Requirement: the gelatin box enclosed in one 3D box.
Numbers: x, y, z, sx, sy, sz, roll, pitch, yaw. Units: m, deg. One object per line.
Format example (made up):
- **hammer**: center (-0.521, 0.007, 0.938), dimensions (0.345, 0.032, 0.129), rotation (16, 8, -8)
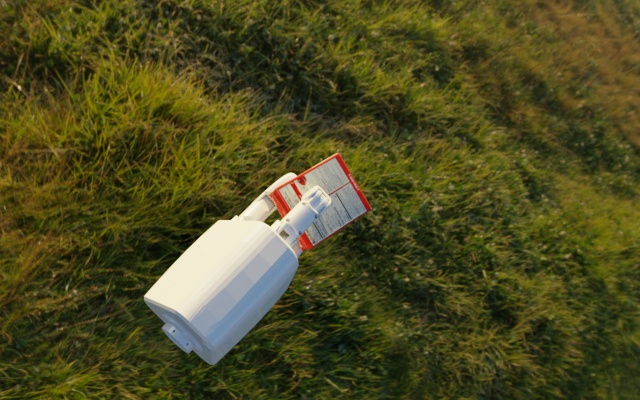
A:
- **gelatin box**: center (0.001, 0.001, 0.517), dimensions (0.089, 0.073, 0.030), rotation (-32, 1, -25)
